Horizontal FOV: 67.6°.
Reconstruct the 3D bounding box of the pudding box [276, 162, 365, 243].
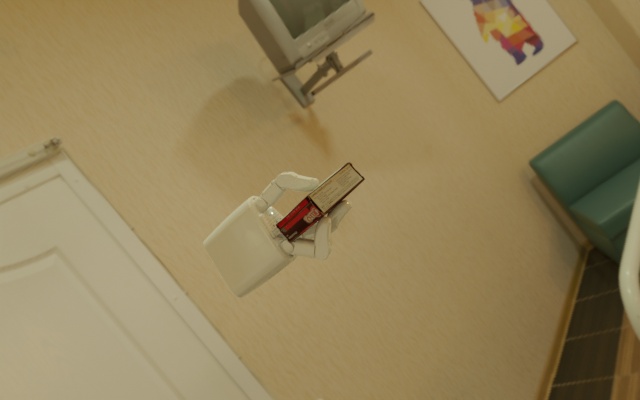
[{"bbox_3d":[0.000,0.002,0.671,0.090,0.039,0.113,-40,2,45],"label":"pudding box"}]
